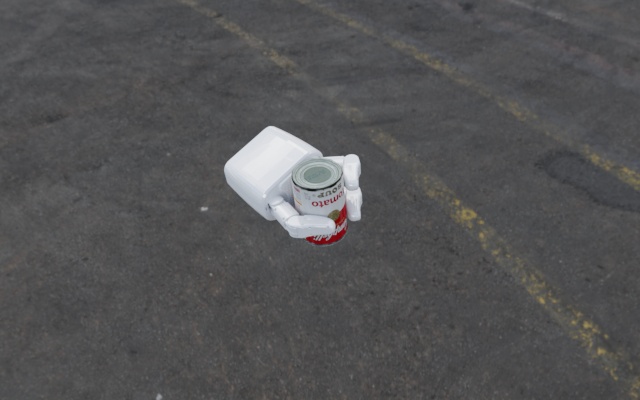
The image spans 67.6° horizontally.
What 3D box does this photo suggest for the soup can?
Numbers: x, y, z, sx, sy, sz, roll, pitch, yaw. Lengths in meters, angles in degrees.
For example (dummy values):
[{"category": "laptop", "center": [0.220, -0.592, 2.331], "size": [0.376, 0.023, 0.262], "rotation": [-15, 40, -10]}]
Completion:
[{"category": "soup can", "center": [0.000, 0.002, 0.638], "size": [0.068, 0.102, 0.068], "rotation": [-4, 41, 3]}]
